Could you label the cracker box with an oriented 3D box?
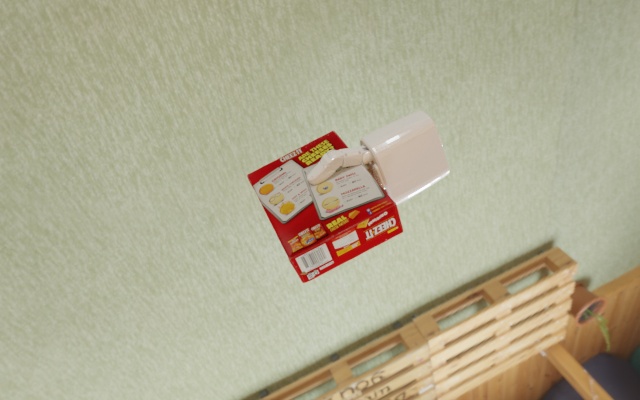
[{"bbox_3d":[0.000,0.002,0.727,0.164,0.072,0.213,-28,42,-6],"label":"cracker box"}]
